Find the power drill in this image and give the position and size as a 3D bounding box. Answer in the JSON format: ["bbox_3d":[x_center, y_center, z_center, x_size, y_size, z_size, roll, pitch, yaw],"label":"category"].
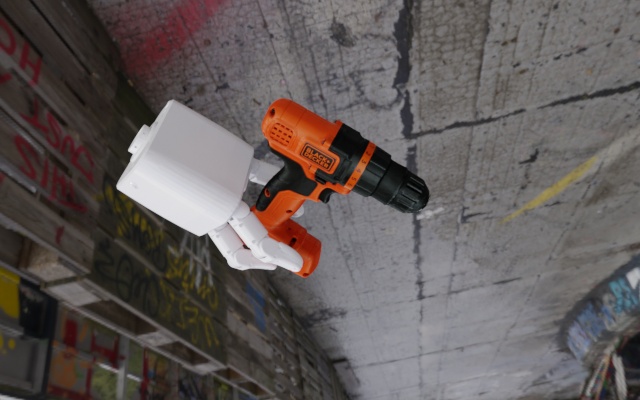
[{"bbox_3d":[0.000,0.002,0.522,0.184,0.188,0.057,31,38,-1],"label":"power drill"}]
